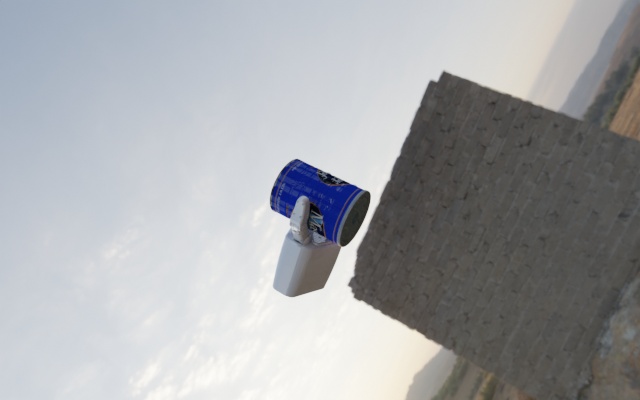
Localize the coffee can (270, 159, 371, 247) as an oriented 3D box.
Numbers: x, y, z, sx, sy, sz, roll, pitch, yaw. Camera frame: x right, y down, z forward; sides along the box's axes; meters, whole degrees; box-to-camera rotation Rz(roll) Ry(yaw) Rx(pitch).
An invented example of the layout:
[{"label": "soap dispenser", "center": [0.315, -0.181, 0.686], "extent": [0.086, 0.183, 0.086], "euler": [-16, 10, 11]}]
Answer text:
[{"label": "coffee can", "center": [0.000, 0.003, 0.810], "extent": [0.140, 0.103, 0.103], "euler": [26, 10, 20]}]
